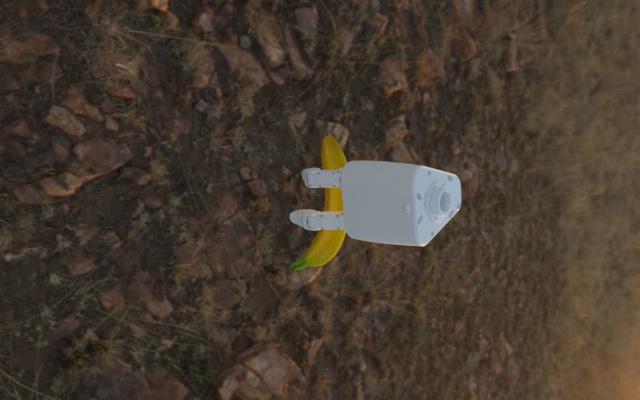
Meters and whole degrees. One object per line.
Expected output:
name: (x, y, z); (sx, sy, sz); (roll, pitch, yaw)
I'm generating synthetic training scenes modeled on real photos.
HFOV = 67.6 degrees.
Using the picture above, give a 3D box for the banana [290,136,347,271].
banana: (0.013, 0.010, 0.683); (0.069, 0.198, 0.037); (17, -6, -40)
